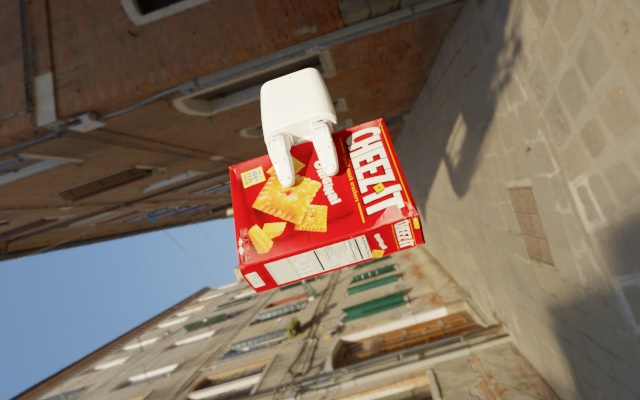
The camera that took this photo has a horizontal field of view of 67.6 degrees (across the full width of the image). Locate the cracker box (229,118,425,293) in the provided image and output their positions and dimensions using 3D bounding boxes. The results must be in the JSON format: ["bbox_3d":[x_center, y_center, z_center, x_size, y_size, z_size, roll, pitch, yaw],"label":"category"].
[{"bbox_3d":[0.000,0.002,0.591,0.214,0.164,0.072,-17,-39,6],"label":"cracker box"}]
